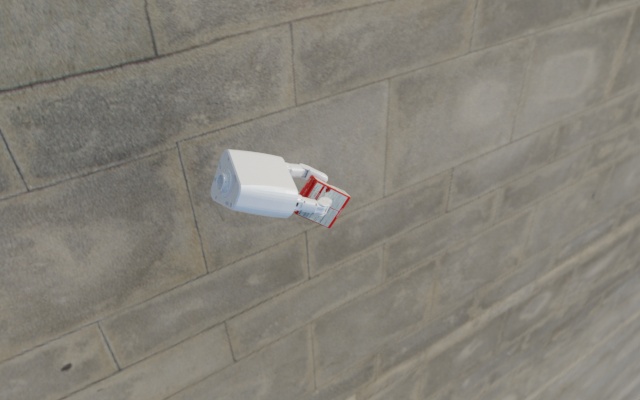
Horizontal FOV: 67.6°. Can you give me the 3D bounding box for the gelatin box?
[{"bbox_3d":[0.001,0.003,0.876,0.089,0.073,0.030,25,14,-35],"label":"gelatin box"}]
